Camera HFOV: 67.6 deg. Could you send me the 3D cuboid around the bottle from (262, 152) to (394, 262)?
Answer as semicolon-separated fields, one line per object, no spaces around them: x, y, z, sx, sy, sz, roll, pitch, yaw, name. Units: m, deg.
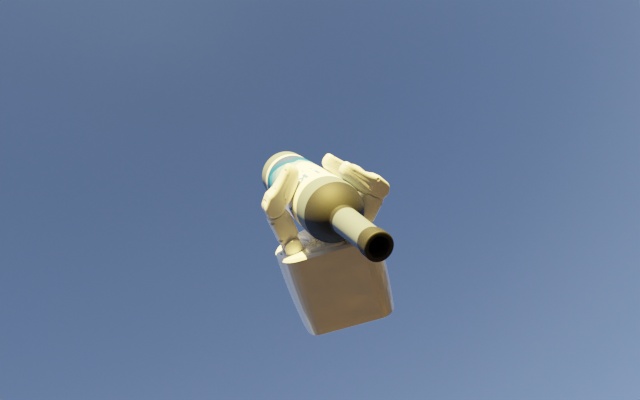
0.000;0.002;0.525;0.069;0.069;0.295;0;14;-20;bottle
